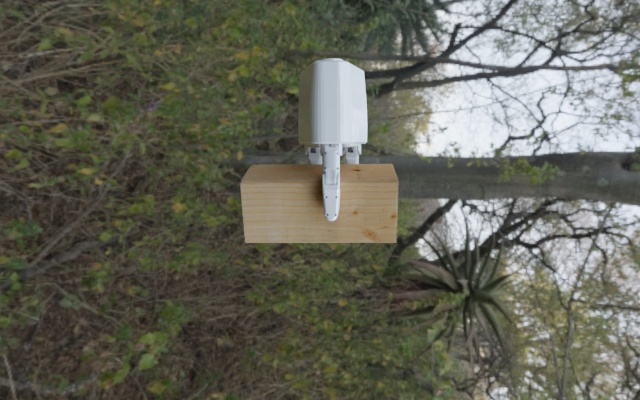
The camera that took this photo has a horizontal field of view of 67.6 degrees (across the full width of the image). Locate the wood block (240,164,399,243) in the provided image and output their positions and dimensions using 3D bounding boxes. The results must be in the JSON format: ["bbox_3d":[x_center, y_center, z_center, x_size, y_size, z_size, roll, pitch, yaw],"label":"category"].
[{"bbox_3d":[0.000,0.002,0.670,0.206,0.090,0.090,0,19,3],"label":"wood block"}]
